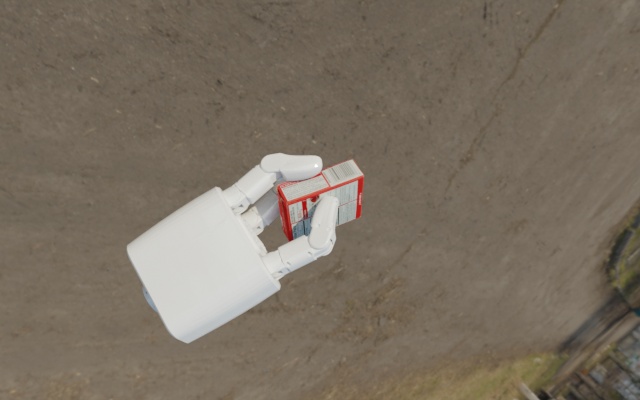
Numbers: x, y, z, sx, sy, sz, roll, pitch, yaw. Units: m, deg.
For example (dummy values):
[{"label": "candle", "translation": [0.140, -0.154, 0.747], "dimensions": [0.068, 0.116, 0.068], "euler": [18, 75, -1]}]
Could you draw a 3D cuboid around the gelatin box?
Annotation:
[{"label": "gelatin box", "translation": [0.001, 0.002, 0.507], "dimensions": [0.089, 0.030, 0.073], "euler": [-20, -36, -13]}]
